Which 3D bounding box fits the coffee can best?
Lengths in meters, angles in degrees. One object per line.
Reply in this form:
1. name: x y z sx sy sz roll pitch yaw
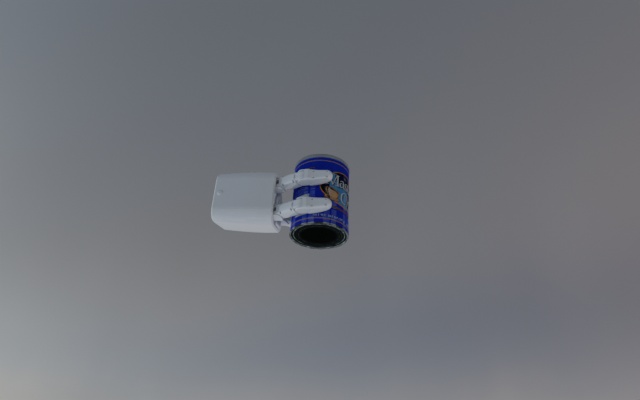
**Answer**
1. coffee can: 0.000 0.003 0.856 0.103 0.140 0.103 2 -30 1
